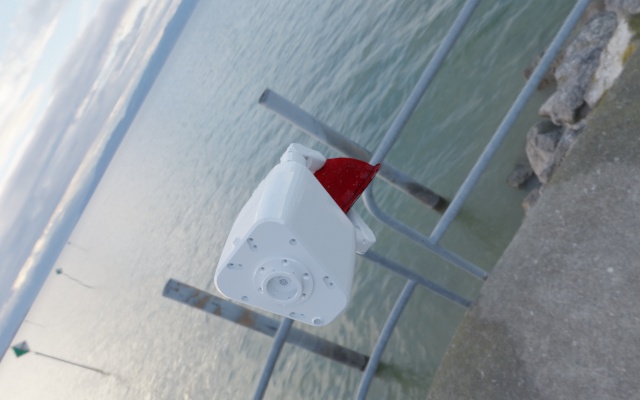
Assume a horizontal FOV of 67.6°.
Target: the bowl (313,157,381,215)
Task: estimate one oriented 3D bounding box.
[{"bbox_3d":[0.000,0.001,0.574,0.055,0.162,0.162,40,-1,-1],"label":"bowl"}]
